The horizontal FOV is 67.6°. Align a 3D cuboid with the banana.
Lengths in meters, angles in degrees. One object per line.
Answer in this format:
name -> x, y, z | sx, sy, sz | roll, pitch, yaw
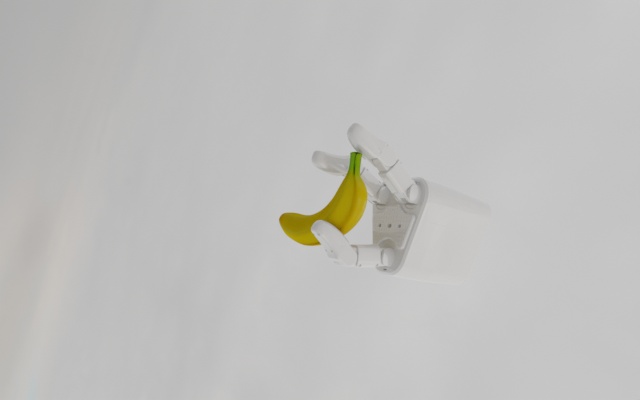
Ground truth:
banana -> 0.002, 0.018, 0.550 | 0.037, 0.069, 0.198 | 11, -27, -27
